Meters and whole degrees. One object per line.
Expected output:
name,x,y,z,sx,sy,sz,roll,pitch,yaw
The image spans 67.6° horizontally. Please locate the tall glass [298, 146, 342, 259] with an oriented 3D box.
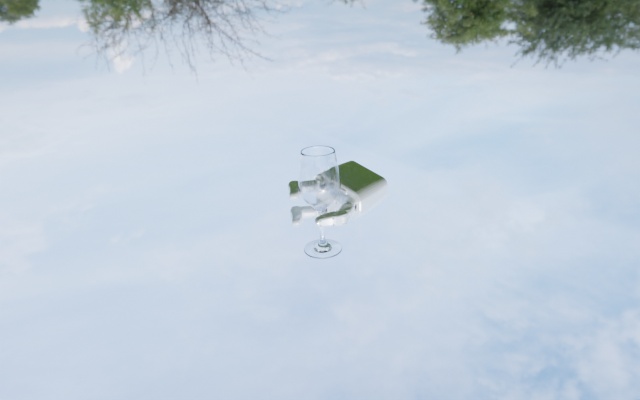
tall glass,0.000,0.004,0.884,0.079,0.201,0.079,-3,24,1
